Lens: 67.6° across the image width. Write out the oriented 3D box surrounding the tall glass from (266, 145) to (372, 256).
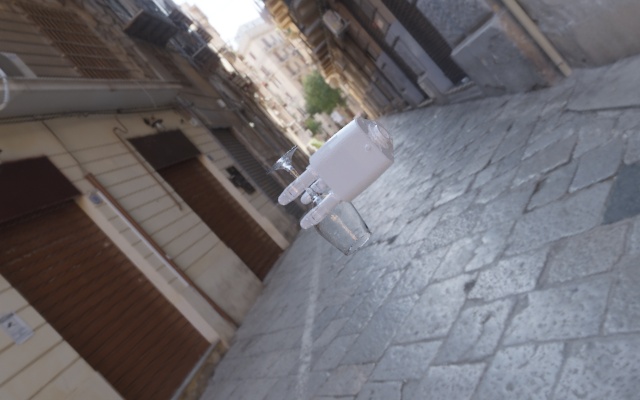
[{"bbox_3d":[0.000,0.002,0.829,0.079,0.201,0.079,-42,4,3],"label":"tall glass"}]
